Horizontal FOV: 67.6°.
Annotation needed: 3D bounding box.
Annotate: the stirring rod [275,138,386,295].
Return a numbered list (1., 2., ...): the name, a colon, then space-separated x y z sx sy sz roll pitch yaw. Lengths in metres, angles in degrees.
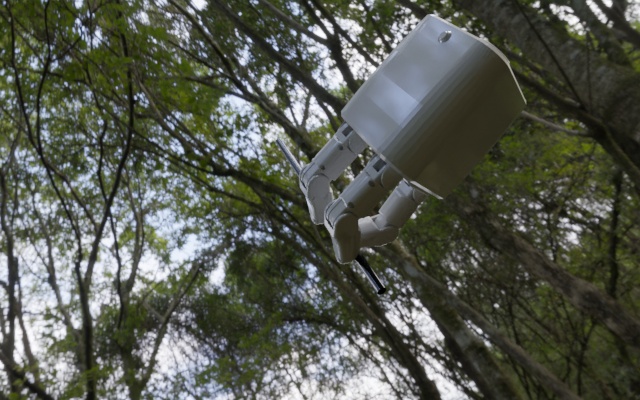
1. stirring rod: 0.000 0.002 0.456 0.011 0.011 0.239 0 35 -29
